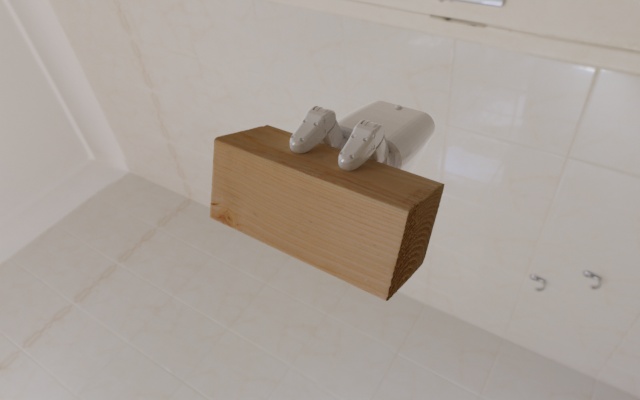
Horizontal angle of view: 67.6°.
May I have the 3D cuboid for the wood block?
[{"bbox_3d":[0.000,0.002,0.468,0.206,0.091,0.090,21,27,26],"label":"wood block"}]
